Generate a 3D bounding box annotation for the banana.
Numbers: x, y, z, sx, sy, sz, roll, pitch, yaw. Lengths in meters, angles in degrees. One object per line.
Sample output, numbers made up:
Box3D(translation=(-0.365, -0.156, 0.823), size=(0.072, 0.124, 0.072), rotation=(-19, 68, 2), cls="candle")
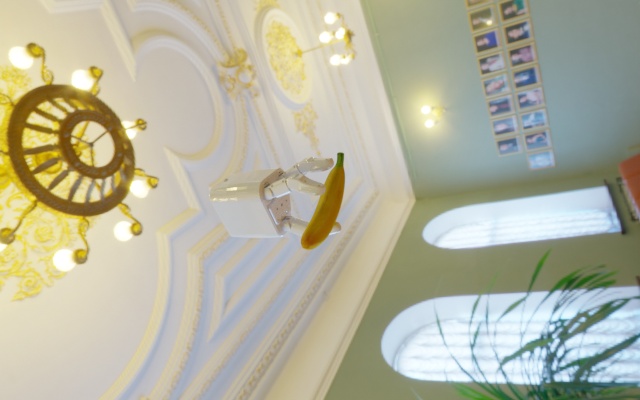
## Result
Box3D(translation=(0.006, 0.012, 0.764), size=(0.037, 0.197, 0.070), rotation=(2, -41, 21), cls="banana")
